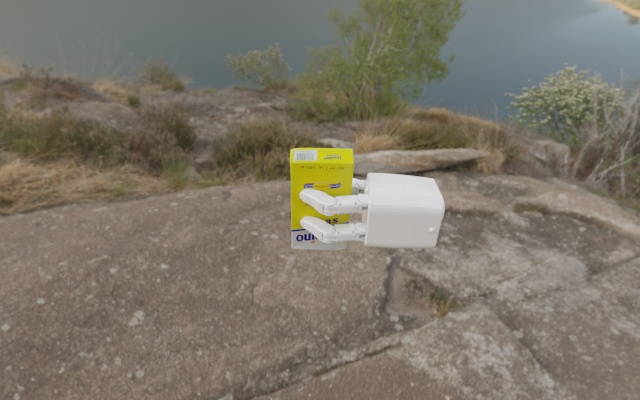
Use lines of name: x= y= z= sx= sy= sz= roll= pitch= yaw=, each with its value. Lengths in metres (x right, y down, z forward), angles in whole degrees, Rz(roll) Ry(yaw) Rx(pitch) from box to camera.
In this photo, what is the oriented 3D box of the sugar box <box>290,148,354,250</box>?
sugar box: x=0.000 y=0.003 z=0.741 sx=0.093 sy=0.176 sz=0.048 roll=1 pitch=37 yaw=0
